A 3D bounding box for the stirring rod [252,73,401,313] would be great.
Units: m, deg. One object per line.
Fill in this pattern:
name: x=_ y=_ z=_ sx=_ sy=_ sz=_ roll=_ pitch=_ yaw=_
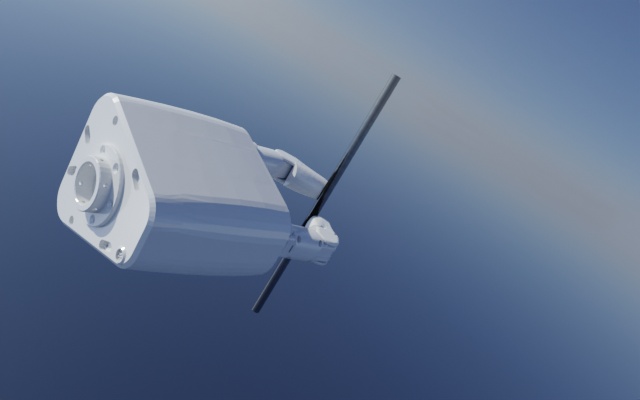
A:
stirring rod: x=0.000 y=0.001 z=0.407 sx=0.011 sy=0.239 sz=0.011 roll=29 pitch=16 yaw=-9
